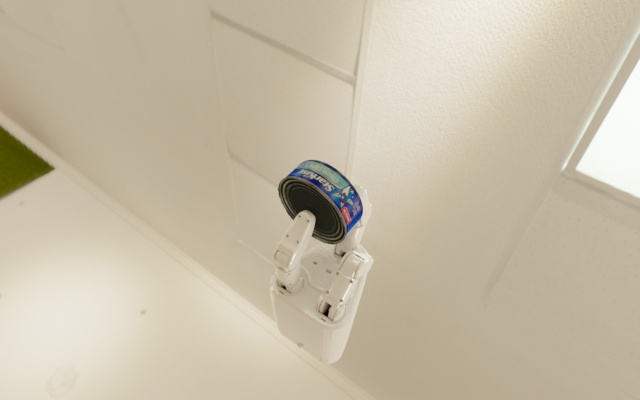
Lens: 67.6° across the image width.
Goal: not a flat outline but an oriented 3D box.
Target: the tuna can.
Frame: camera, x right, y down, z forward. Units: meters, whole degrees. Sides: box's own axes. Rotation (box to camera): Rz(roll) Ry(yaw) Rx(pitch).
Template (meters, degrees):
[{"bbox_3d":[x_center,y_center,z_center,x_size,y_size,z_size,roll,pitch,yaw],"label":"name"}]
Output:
[{"bbox_3d":[0.000,0.001,0.480,0.086,0.086,0.033,0,38,52],"label":"tuna can"}]
